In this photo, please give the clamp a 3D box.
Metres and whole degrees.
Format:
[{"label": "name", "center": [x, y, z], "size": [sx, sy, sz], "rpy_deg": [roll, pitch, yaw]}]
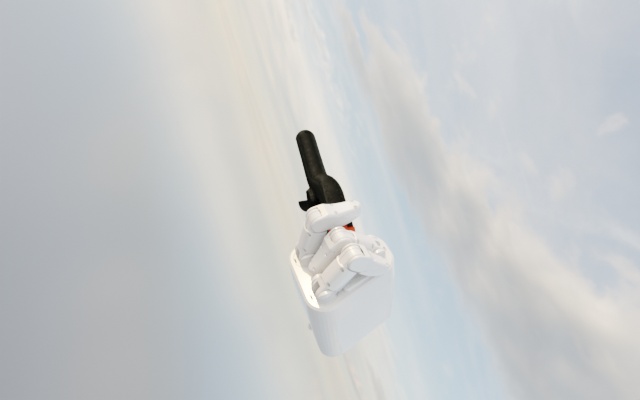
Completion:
[{"label": "clamp", "center": [0.001, 0.002, 0.600], "size": [0.039, 0.120, 0.171], "rpy_deg": [-13, 42, -9]}]
